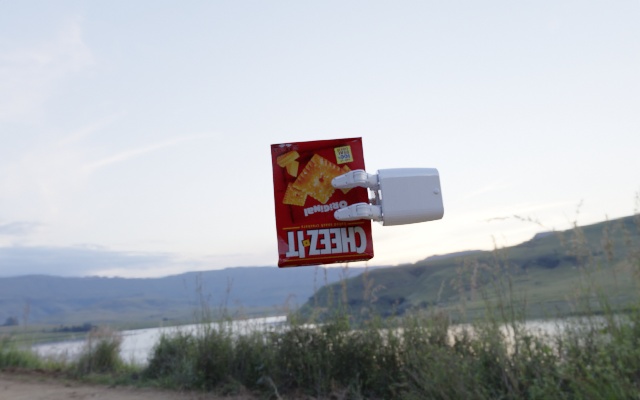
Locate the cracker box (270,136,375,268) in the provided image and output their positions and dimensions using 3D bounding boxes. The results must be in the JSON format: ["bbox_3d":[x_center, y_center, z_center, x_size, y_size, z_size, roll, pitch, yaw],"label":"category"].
[{"bbox_3d":[0.000,0.003,0.829,0.164,0.213,0.072,-4,-12,-4],"label":"cracker box"}]
